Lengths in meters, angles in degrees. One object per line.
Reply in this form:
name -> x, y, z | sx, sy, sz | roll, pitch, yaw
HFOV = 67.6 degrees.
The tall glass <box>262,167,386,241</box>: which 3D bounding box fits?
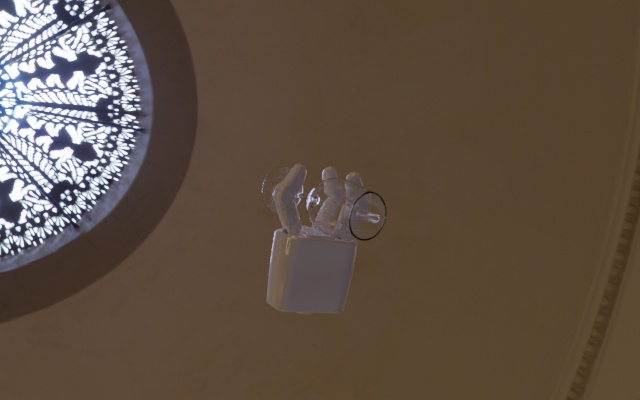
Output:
tall glass -> 0.000, 0.002, 0.663 | 0.079, 0.079, 0.201 | 0, 10, -37
